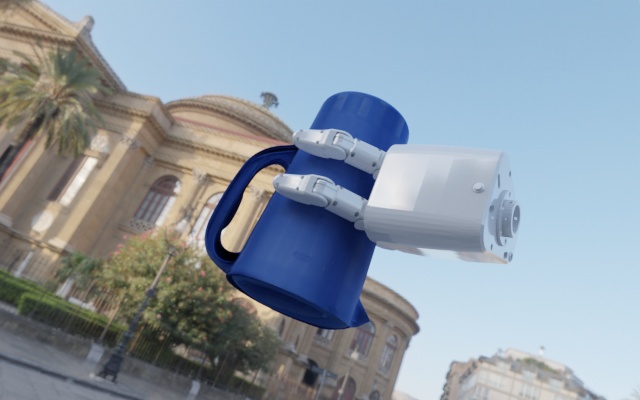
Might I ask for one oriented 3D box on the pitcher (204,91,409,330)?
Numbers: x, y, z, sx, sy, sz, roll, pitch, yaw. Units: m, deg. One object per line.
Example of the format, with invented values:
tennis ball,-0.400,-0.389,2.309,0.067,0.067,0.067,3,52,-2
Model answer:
pitcher,0.000,0.002,0.510,0.145,0.242,0.149,6,-28,36
